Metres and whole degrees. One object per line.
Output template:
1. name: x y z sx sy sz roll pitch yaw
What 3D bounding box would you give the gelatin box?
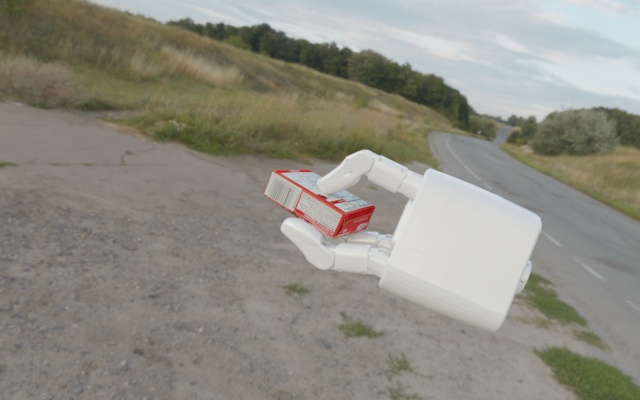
1. gelatin box: 0.000 0.001 0.472 0.089 0.030 0.073 31 17 21
